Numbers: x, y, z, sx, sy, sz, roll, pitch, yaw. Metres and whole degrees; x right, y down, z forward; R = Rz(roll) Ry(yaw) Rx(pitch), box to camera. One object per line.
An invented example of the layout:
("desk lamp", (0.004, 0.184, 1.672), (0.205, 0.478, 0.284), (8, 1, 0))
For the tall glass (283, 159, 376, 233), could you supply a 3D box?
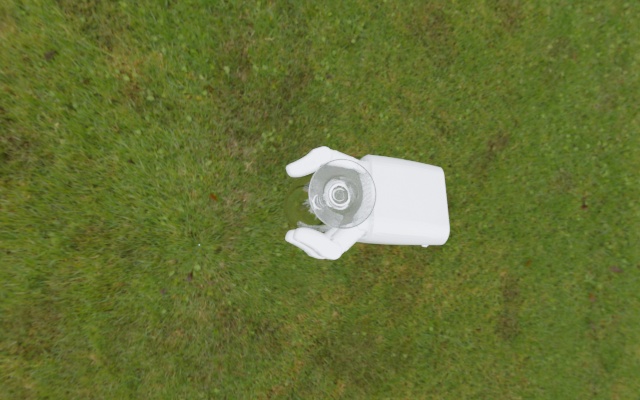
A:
("tall glass", (0.000, 0.002, 0.595), (0.079, 0.079, 0.201), (0, -5, -14))
